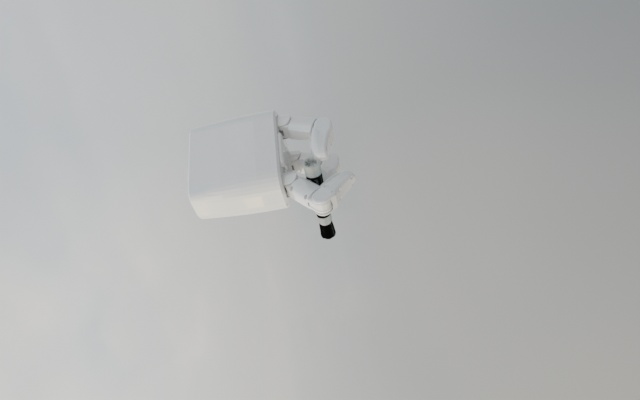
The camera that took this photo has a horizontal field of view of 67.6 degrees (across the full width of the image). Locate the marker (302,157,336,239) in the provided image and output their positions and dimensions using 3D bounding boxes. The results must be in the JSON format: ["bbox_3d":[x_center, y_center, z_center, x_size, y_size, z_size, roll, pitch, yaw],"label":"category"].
[{"bbox_3d":[0.000,0.002,0.548,0.020,0.121,0.020,-7,44,7],"label":"marker"}]
